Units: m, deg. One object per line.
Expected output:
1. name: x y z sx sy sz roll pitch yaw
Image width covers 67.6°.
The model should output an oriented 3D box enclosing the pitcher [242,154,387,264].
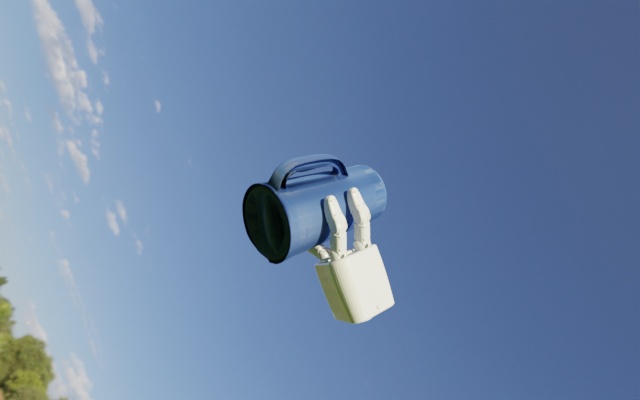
1. pitcher: 0.000 0.003 0.820 0.243 0.145 0.149 -17 -5 -38
